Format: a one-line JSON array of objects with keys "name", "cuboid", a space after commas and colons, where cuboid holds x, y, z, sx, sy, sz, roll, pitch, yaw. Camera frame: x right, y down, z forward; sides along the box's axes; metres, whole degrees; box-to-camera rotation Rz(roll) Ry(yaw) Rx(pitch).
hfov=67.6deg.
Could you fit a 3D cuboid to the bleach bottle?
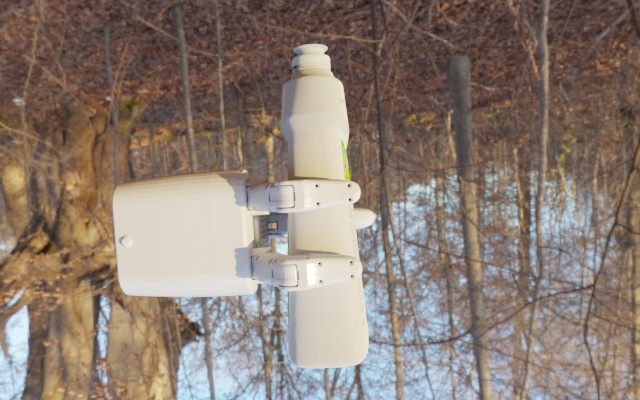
[{"name": "bleach bottle", "cuboid": [0.000, 0.001, 0.402, 0.068, 0.251, 0.102, -3, 2, 3]}]
